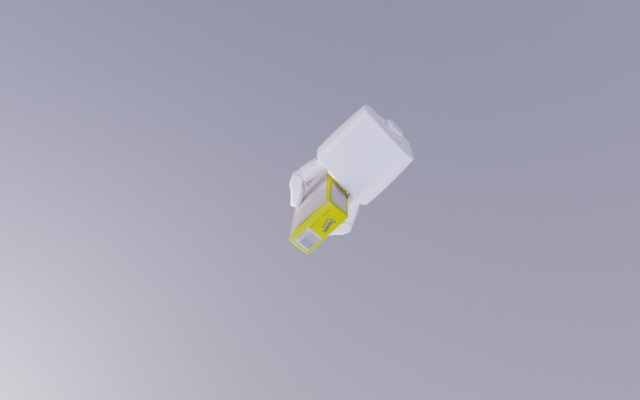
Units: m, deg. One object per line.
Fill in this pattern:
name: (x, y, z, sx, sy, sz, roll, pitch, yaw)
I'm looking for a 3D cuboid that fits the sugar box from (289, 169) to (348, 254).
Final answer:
sugar box: (0.001, 0.003, 0.779, 0.093, 0.048, 0.176, -43, 15, 21)
